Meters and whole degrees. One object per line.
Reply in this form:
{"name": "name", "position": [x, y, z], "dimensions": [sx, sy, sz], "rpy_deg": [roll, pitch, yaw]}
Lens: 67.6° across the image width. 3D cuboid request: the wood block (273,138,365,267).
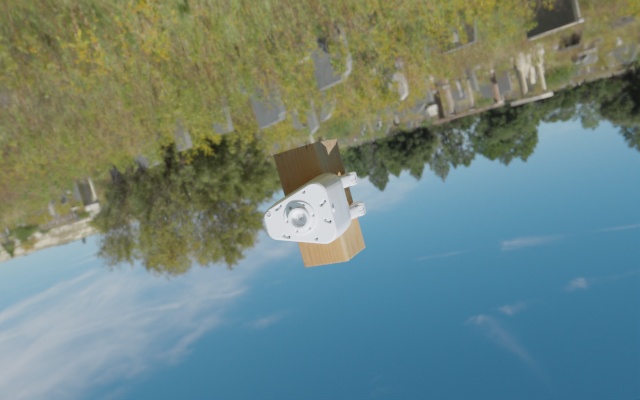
{"name": "wood block", "position": [0.000, 0.003, 0.851], "dimensions": [0.091, 0.206, 0.090], "rpy_deg": [-12, 6, 28]}
